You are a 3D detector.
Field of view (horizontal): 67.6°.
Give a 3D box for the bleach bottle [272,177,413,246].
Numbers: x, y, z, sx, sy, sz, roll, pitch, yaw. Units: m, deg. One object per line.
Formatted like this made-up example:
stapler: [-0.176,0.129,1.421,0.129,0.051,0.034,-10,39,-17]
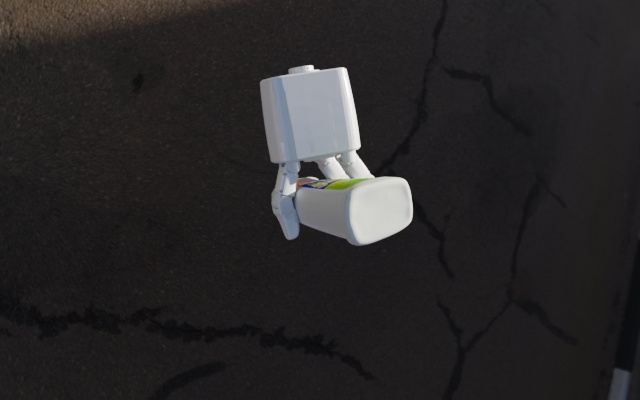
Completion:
bleach bottle: [0.000,0.002,0.634,0.102,0.068,0.251,-16,13,-32]
